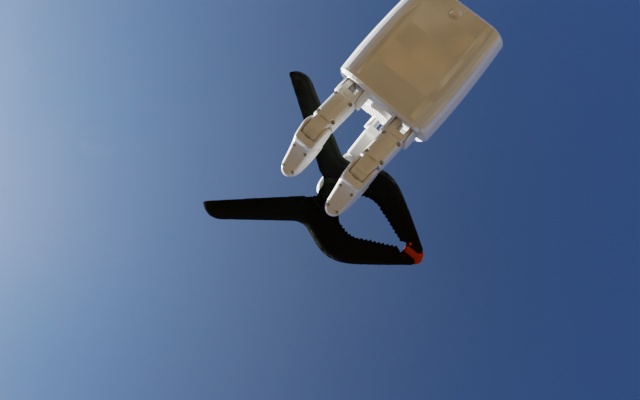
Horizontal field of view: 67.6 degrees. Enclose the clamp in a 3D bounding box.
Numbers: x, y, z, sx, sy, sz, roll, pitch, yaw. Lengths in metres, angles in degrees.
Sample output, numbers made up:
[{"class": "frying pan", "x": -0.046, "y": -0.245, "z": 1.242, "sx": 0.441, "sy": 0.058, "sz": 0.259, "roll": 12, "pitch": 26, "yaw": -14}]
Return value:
[{"class": "clamp", "x": 0.001, "y": 0.002, "z": 0.452, "sx": 0.210, "sy": 0.164, "sz": 0.036, "roll": 42, "pitch": 6, "yaw": 9}]
